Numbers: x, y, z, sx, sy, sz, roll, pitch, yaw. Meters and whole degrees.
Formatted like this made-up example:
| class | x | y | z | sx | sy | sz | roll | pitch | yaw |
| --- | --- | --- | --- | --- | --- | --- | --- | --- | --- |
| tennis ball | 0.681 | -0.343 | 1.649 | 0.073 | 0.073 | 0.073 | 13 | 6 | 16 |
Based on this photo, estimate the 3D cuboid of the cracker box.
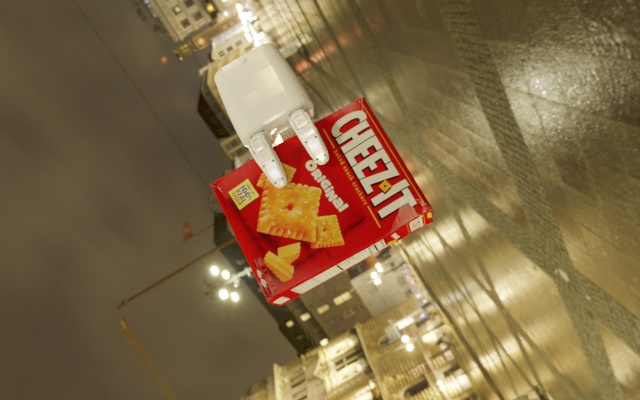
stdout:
| class | x | y | z | sx | sy | sz | roll | pitch | yaw |
| --- | --- | --- | --- | --- | --- | --- | --- | --- | --- |
| cracker box | 0.000 | 0.002 | 0.570 | 0.214 | 0.164 | 0.072 | -30 | -18 | 4 |
